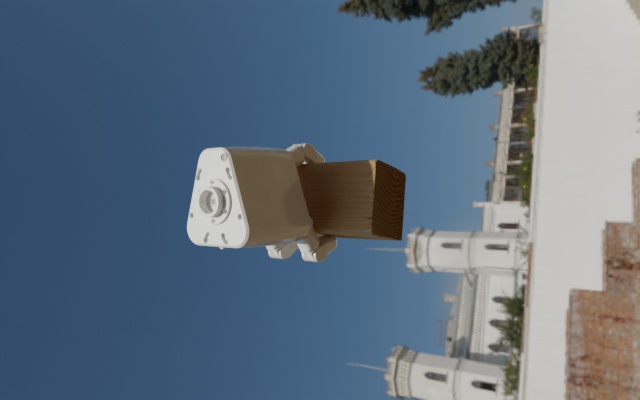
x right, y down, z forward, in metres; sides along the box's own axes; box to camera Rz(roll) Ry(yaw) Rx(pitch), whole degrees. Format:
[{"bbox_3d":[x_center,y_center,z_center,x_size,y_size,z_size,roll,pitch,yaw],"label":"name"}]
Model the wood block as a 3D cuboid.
[{"bbox_3d":[0.000,0.002,0.641,0.206,0.091,0.090,0,-9,33],"label":"wood block"}]
